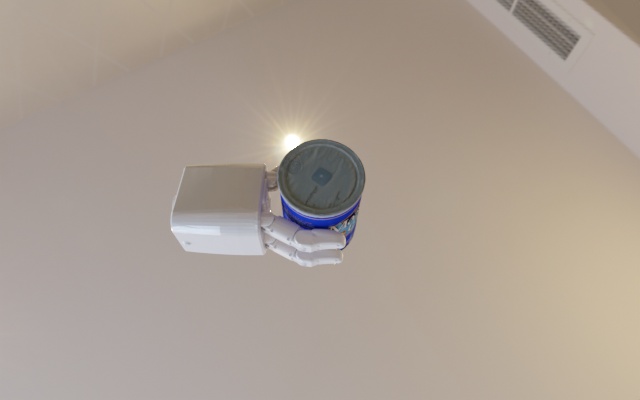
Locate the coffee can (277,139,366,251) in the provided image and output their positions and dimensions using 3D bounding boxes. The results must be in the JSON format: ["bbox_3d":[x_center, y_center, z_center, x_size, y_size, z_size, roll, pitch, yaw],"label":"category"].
[{"bbox_3d":[0.000,0.002,0.615,0.103,0.102,0.140,0,-26,-1],"label":"coffee can"}]
